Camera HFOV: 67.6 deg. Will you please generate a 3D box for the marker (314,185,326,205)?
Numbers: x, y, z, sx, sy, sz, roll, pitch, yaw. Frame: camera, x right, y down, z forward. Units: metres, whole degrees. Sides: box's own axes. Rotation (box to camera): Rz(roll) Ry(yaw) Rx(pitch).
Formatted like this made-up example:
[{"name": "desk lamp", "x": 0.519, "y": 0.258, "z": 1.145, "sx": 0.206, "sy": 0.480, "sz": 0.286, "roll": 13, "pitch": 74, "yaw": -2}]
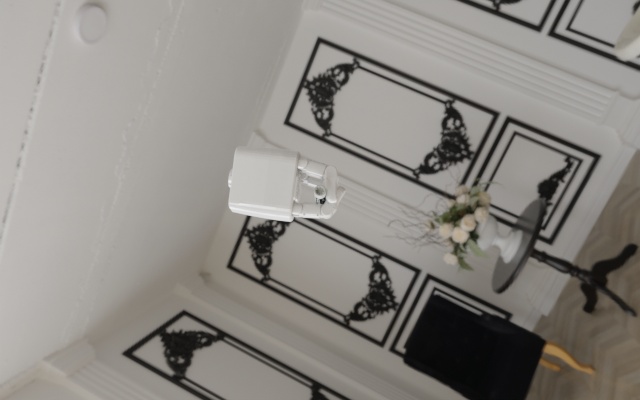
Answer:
[{"name": "marker", "x": 0.000, "y": 0.003, "z": 0.800, "sx": 0.020, "sy": 0.020, "sz": 0.121, "roll": 0, "pitch": -17, "yaw": 1}]
